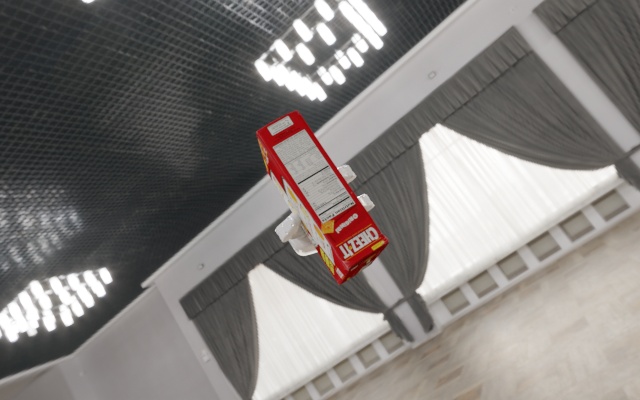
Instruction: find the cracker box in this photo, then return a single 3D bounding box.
[{"bbox_3d":[0.000,0.002,0.665,0.072,0.213,0.164,-32,-13,-9],"label":"cracker box"}]
